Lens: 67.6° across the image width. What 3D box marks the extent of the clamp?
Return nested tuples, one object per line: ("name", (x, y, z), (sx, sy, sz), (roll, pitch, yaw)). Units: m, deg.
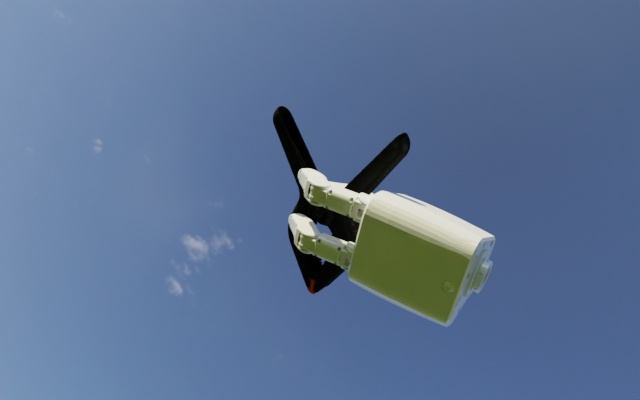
("clamp", (0.001, 0.002, 0.533), (0.164, 0.210, 0.036), (26, 26, 29))
